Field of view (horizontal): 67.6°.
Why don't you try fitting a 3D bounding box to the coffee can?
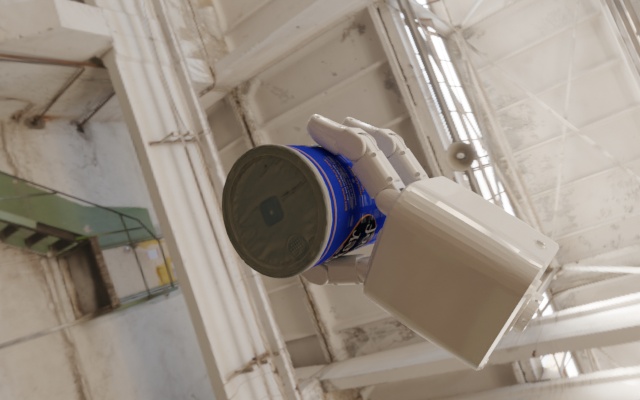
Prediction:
[{"bbox_3d":[0.000,0.001,0.418,0.103,0.103,0.140,0,6,33],"label":"coffee can"}]
